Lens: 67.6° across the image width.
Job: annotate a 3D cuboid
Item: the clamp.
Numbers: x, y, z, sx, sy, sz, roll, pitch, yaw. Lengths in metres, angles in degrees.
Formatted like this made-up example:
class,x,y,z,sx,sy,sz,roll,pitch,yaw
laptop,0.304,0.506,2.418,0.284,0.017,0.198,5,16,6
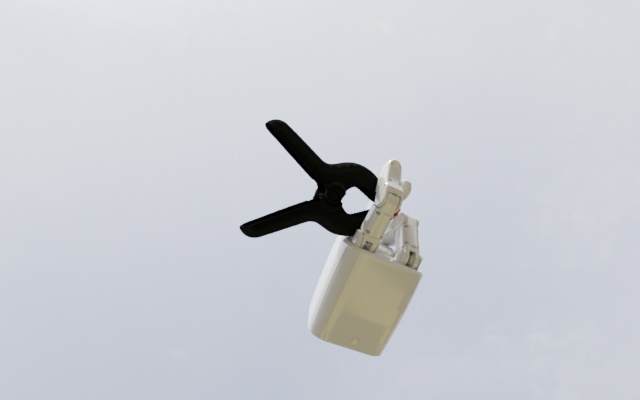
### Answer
class,x,y,z,sx,sy,sz,roll,pitch,yaw
clamp,0.000,0.001,0.503,0.171,0.120,0.039,23,5,-18
